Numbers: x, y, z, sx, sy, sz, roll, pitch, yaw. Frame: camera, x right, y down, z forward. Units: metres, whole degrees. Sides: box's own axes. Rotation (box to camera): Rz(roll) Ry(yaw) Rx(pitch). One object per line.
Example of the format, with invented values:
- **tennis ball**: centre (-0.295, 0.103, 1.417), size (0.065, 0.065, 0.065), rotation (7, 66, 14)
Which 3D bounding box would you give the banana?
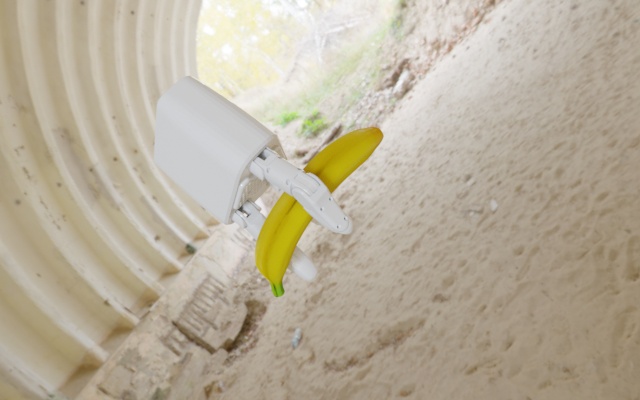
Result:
- **banana**: centre (-0.008, -0.001, 0.457), size (0.037, 0.198, 0.070), rotation (33, -3, 25)
